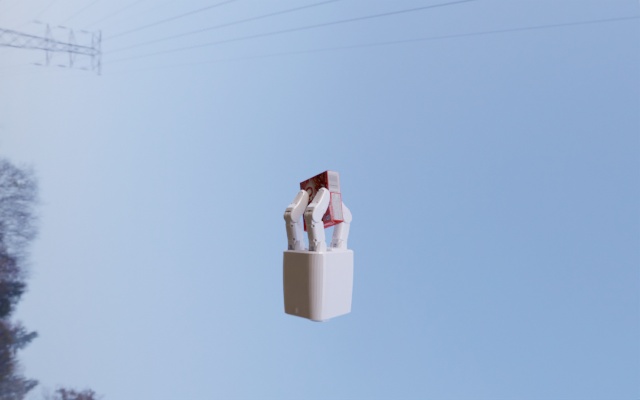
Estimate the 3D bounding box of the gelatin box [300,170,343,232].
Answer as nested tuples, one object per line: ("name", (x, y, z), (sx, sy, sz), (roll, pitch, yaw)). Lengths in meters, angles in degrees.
("gelatin box", (0.000, 0.002, 0.794), (0.030, 0.089, 0.073), (9, -21, -40))
